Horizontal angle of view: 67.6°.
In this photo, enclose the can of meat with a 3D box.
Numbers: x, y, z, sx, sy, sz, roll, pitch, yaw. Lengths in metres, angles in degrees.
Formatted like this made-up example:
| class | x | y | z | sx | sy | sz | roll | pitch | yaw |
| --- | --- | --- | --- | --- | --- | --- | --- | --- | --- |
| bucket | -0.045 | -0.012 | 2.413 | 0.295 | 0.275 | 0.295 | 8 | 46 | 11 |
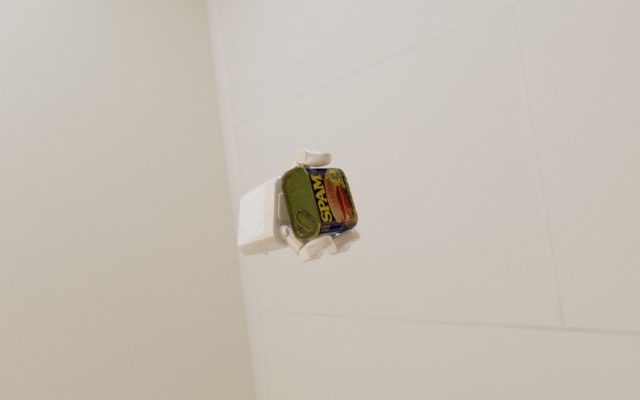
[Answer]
| class | x | y | z | sx | sy | sz | roll | pitch | yaw |
| --- | --- | --- | --- | --- | --- | --- | --- | --- | --- |
| can of meat | 0.000 | 0.002 | 0.687 | 0.084 | 0.102 | 0.057 | -5 | -14 | -45 |
